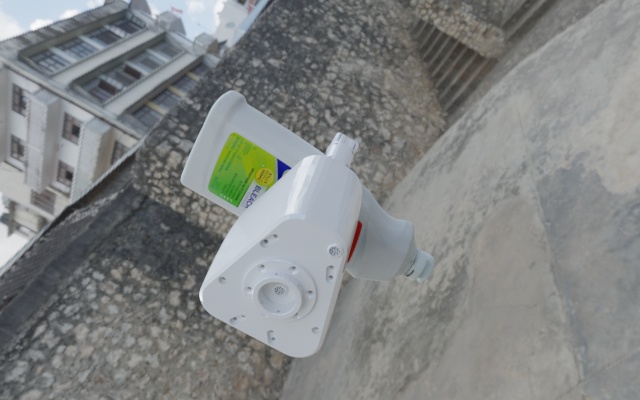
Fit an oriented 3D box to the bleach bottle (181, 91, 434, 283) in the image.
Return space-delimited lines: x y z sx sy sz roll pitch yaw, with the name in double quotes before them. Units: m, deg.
"bleach bottle" 0.000 0.002 0.460 0.251 0.103 0.068 29 25 -5
